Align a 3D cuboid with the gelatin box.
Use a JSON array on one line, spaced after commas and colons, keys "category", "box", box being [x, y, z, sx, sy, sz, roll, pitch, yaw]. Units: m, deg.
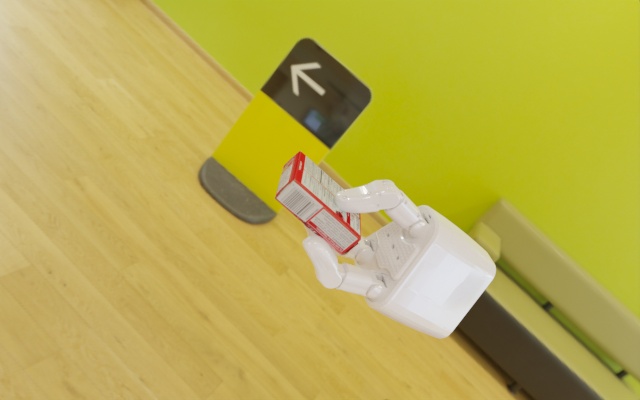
[{"category": "gelatin box", "box": [0.000, 0.001, 0.464, 0.030, 0.089, 0.073, -42, 18, 20]}]
